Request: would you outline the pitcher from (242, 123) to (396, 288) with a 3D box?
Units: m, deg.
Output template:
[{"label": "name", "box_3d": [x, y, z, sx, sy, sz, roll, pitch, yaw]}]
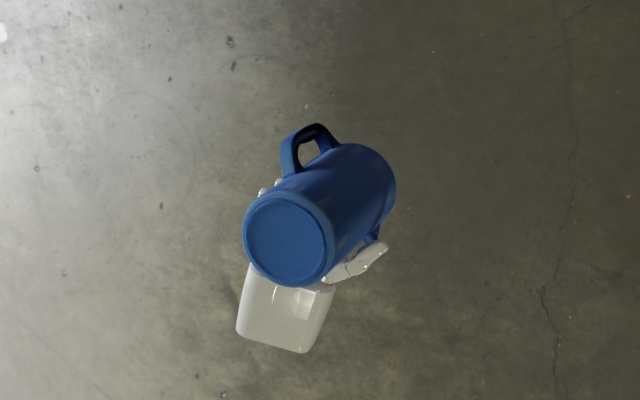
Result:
[{"label": "pitcher", "box_3d": [0.000, 0.002, 0.592, 0.149, 0.145, 0.242, 25, 22, 13]}]
